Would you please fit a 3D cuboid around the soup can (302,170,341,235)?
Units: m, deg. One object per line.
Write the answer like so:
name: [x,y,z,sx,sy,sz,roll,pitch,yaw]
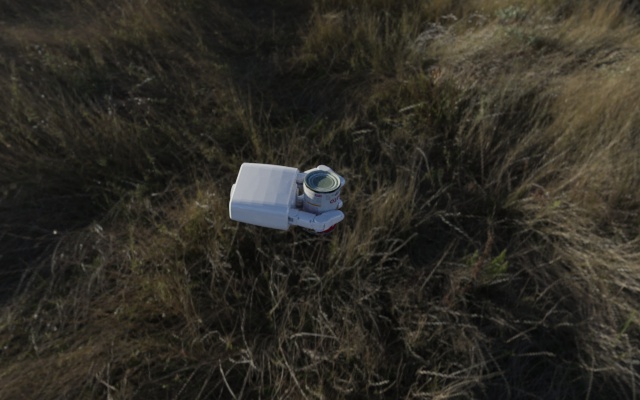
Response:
soup can: [0.001,0.003,0.875,0.068,0.102,0.068,3,40,-3]
